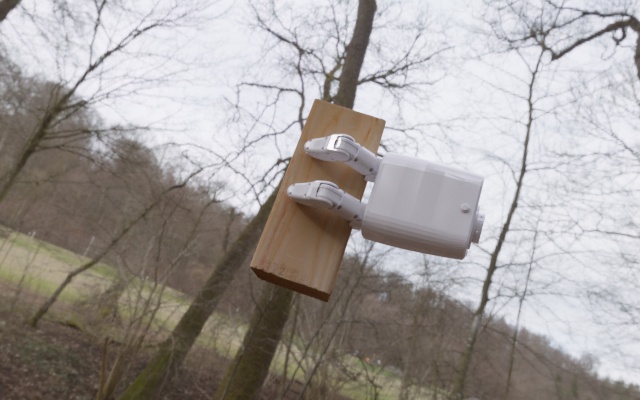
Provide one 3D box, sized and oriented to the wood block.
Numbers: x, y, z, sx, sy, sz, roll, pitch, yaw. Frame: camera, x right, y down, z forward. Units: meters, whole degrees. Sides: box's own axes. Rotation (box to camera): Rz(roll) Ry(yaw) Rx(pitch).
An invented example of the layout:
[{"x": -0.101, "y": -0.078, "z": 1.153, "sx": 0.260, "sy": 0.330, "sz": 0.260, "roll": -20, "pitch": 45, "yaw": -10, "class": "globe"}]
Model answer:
[{"x": 0.001, "y": 0.002, "z": 0.556, "sx": 0.090, "sy": 0.206, "sz": 0.091, "roll": 18, "pitch": -17, "yaw": 5, "class": "wood block"}]
